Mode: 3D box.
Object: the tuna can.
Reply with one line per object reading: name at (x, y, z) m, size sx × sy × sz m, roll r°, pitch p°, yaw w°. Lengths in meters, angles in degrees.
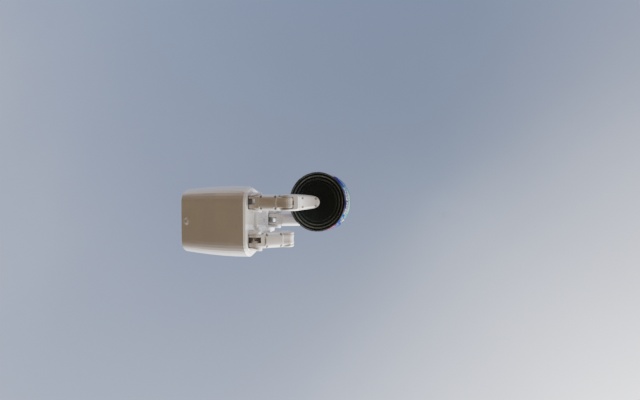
tuna can at (0.000, 0.002, 0.698) m, size 0.086 × 0.086 × 0.034 m, roll 0°, pitch -1°, yaw 20°
